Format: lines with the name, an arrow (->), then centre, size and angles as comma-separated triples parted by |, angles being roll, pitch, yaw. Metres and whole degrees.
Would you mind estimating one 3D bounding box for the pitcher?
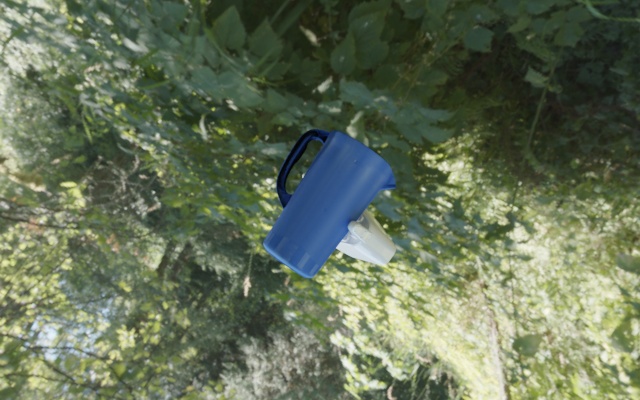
pitcher -> 0.000, 0.003, 0.836 | 0.145, 0.243, 0.149 | 38, -4, -41
